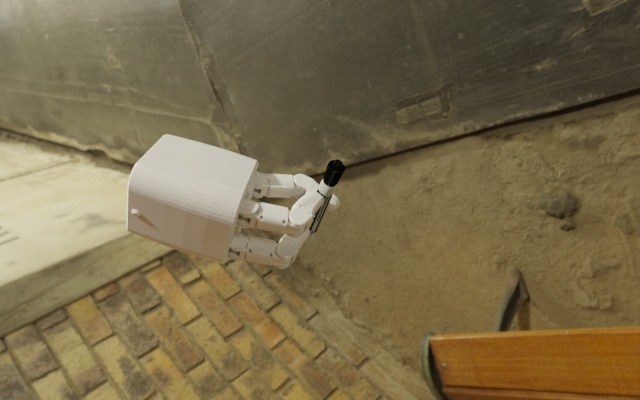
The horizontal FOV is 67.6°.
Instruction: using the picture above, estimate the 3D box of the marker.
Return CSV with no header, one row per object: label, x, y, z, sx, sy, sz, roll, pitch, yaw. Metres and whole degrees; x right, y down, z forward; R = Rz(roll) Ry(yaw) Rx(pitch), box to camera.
marker,0.000,0.002,0.523,0.020,0.020,0.121,0,-42,-24
